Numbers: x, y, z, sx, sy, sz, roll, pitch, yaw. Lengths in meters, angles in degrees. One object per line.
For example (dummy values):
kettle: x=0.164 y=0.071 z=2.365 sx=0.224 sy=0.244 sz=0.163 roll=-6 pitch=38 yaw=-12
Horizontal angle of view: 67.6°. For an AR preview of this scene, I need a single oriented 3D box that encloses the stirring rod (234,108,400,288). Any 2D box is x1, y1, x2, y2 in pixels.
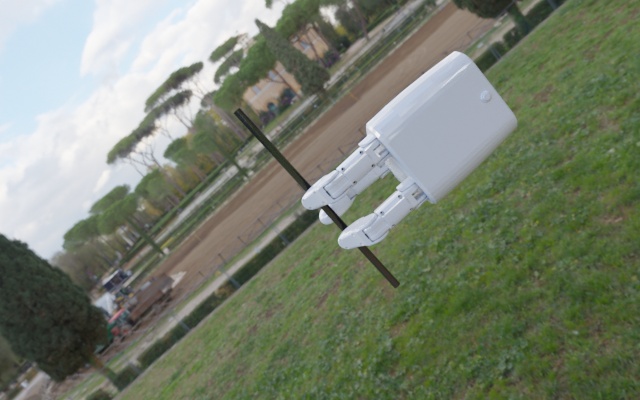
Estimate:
stirring rod: x=0.000 y=0.002 z=0.477 sx=0.011 sy=0.239 sz=0.011 roll=-41 pitch=11 yaw=9
